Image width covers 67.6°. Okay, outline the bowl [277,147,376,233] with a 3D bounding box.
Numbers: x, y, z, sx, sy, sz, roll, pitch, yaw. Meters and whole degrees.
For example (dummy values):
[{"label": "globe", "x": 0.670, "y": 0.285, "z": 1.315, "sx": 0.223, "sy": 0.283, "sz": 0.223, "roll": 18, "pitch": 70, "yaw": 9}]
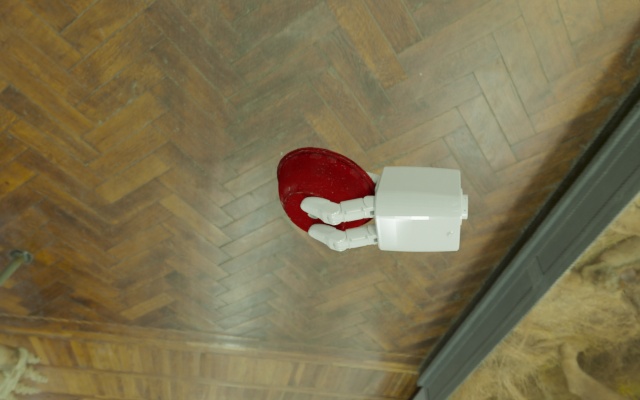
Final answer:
[{"label": "bowl", "x": -0.001, "y": 0.003, "z": 0.686, "sx": 0.162, "sy": 0.055, "sz": 0.162, "roll": 17, "pitch": -39, "yaw": 14}]
